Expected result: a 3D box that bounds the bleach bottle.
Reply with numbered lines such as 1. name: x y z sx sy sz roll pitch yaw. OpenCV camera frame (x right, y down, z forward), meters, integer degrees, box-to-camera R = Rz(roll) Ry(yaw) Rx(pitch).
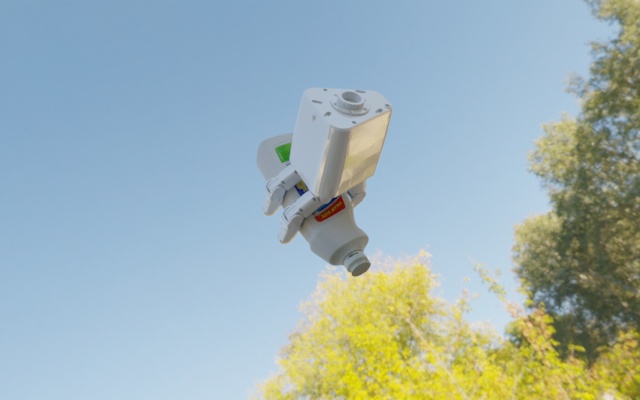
1. bleach bottle: 0.000 0.002 0.678 0.102 0.068 0.250 -14 49 -27
